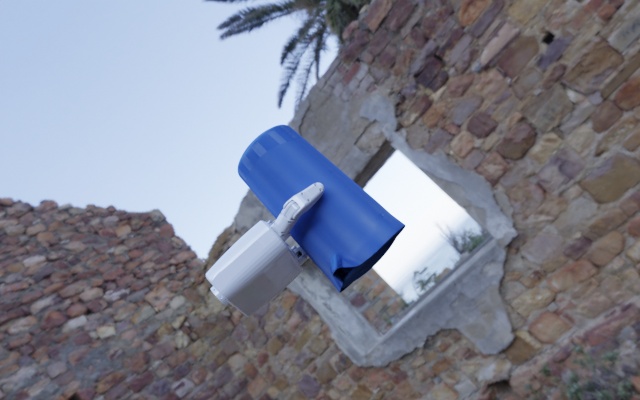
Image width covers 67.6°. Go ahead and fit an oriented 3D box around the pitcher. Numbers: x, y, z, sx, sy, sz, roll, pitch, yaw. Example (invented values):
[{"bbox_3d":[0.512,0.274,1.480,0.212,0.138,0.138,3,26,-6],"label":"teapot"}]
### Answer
[{"bbox_3d":[0.000,0.002,0.705,0.145,0.243,0.149,-42,-13,-11],"label":"pitcher"}]
